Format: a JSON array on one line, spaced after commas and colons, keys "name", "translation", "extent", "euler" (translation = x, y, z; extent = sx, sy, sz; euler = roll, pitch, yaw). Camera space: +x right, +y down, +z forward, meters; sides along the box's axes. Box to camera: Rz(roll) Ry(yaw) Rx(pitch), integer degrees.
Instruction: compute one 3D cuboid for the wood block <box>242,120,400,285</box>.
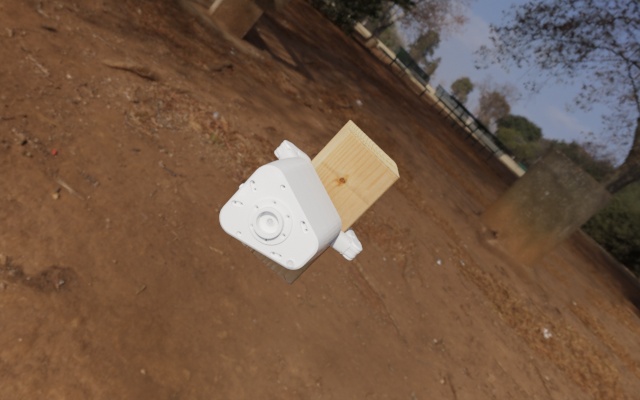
[{"name": "wood block", "translation": [0.000, 0.002, 0.647], "extent": [0.091, 0.206, 0.090], "euler": [42, 16, -8]}]
